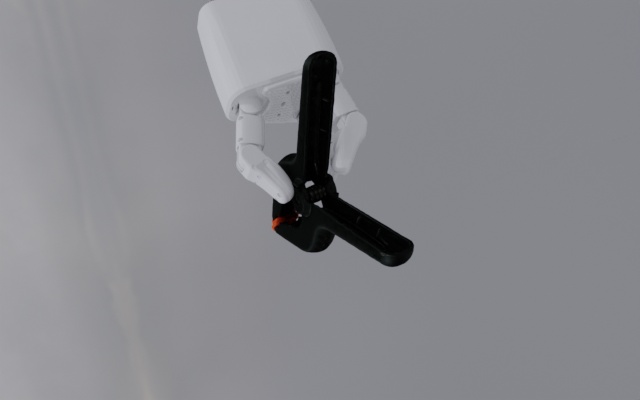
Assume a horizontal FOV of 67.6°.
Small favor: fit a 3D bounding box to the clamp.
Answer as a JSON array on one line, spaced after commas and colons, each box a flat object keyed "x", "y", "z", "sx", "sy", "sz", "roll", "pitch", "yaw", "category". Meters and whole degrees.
[{"x": -0.001, "y": 0.002, "z": 0.411, "sx": 0.036, "sy": 0.164, "sz": 0.210, "roll": -16, "pitch": -18, "yaw": -25, "category": "clamp"}]
